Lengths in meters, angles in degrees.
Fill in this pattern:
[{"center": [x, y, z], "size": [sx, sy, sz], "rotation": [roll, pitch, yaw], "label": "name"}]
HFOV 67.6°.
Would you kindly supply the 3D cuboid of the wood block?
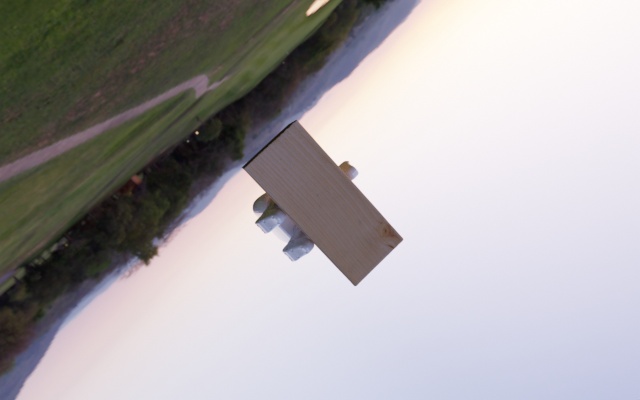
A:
[{"center": [0.000, 0.002, 0.635], "size": [0.091, 0.206, 0.090], "rotation": [-44, 11, -4], "label": "wood block"}]
